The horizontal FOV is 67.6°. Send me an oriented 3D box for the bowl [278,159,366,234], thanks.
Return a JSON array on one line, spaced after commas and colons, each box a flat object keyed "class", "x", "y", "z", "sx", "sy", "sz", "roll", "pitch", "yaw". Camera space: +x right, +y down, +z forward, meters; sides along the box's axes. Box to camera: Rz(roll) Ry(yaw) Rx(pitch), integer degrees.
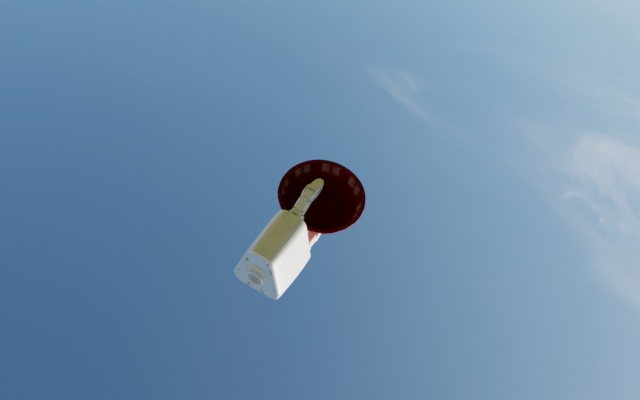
[{"class": "bowl", "x": 0.001, "y": 0.002, "z": 0.891, "sx": 0.162, "sy": 0.162, "sz": 0.055, "roll": 0, "pitch": -32, "yaw": -7}]
